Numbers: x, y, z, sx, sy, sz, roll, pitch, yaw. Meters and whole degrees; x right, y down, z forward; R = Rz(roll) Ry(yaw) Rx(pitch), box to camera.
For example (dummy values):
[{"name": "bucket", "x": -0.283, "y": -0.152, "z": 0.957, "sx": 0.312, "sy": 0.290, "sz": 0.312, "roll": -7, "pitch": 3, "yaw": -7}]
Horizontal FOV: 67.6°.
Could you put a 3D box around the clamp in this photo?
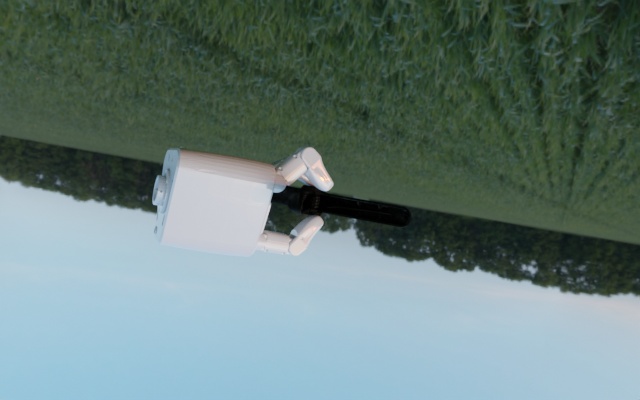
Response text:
[{"name": "clamp", "x": -0.001, "y": 0.003, "z": 0.605, "sx": 0.164, "sy": 0.036, "sz": 0.210, "roll": 10, "pitch": 1, "yaw": -27}]
